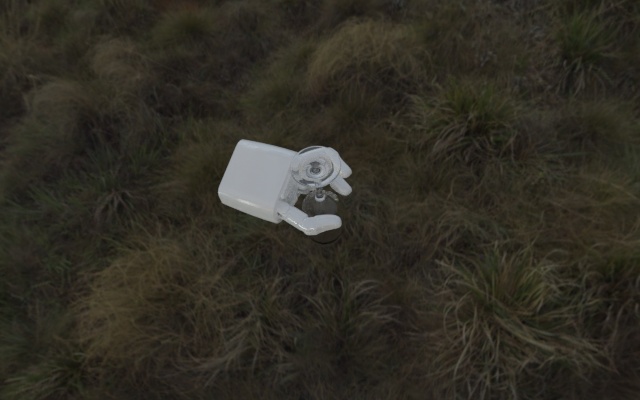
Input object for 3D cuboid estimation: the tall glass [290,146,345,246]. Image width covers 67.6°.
[{"bbox_3d":[0.000,0.002,0.776,0.079,0.079,0.201,0,-32,6],"label":"tall glass"}]
